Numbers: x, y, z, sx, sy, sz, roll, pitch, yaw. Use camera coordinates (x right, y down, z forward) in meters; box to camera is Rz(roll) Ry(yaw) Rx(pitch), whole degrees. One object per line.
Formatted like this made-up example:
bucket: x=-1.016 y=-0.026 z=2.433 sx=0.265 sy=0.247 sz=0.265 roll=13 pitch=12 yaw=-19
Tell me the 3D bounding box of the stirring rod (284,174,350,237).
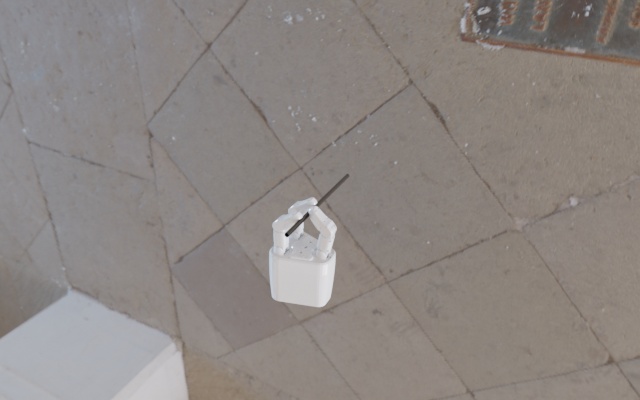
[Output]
stirring rod: x=0.000 y=0.003 z=0.849 sx=0.011 sy=0.011 sz=0.239 roll=0 pitch=26 yaw=30
